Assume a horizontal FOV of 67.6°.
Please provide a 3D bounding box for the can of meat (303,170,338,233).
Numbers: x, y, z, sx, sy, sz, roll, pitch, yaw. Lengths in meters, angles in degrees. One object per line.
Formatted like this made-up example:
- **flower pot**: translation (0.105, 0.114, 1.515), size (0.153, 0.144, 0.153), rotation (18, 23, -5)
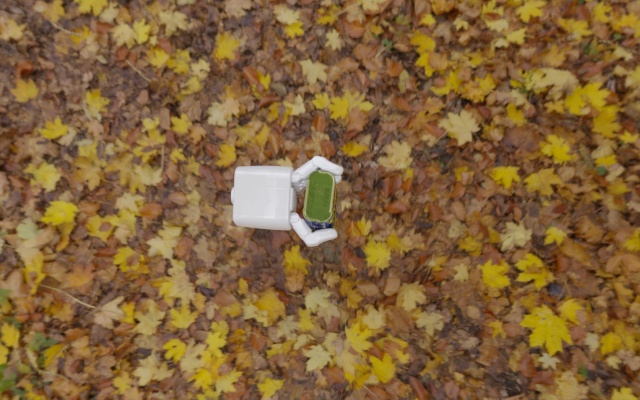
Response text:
- **can of meat**: translation (0.000, 0.003, 0.882), size (0.057, 0.102, 0.084), rotation (5, -16, 5)
